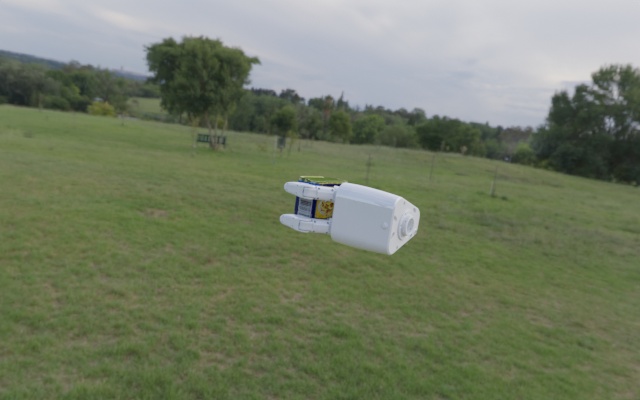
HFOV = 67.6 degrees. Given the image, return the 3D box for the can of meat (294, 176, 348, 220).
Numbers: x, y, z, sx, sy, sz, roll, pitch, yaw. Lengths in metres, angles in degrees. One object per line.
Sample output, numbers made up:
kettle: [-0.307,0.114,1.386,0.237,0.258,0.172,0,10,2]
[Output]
can of meat: [0.000,0.002,0.833,0.057,0.084,0.102,15,11,37]
